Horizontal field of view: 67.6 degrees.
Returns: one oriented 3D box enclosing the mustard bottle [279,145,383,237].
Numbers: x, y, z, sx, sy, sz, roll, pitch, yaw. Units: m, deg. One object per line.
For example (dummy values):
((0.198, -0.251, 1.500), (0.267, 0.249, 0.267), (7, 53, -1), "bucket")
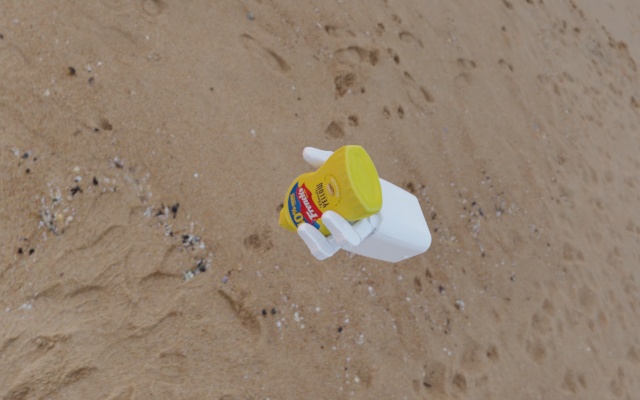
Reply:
((0.000, 0.002, 0.681), (0.058, 0.096, 0.192), (-9, -15, -42), "mustard bottle")
